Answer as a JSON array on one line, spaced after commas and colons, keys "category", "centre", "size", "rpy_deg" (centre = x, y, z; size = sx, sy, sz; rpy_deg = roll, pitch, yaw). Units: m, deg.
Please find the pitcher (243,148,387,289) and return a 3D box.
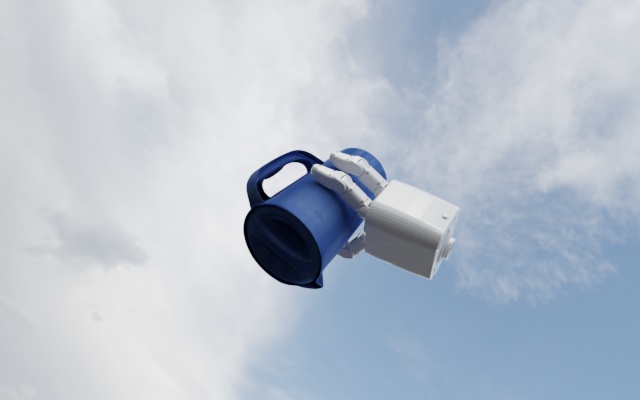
[{"category": "pitcher", "centre": [0.000, 0.003, 0.730], "size": [0.145, 0.149, 0.242], "rpy_deg": [23, 39, 22]}]
